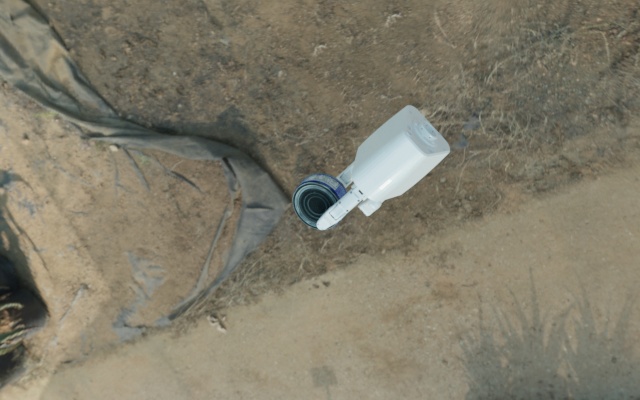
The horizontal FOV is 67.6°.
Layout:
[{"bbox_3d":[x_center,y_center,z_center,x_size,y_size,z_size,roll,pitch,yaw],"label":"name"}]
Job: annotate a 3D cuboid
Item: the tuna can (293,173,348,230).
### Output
[{"bbox_3d":[0.000,0.003,0.745,0.086,0.086,0.033,0,27,27],"label":"tuna can"}]
